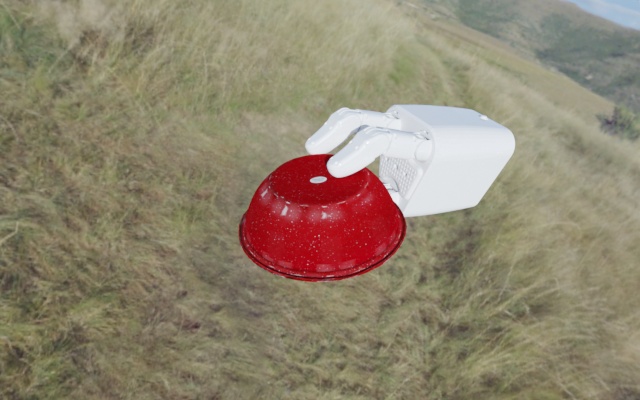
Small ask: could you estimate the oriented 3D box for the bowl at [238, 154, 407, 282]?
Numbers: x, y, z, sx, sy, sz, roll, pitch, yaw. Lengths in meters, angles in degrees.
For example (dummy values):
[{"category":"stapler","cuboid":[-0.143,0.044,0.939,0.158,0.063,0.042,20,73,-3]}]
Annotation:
[{"category":"bowl","cuboid":[-0.001,0.002,0.447,0.162,0.055,0.162,-2,34,2]}]
